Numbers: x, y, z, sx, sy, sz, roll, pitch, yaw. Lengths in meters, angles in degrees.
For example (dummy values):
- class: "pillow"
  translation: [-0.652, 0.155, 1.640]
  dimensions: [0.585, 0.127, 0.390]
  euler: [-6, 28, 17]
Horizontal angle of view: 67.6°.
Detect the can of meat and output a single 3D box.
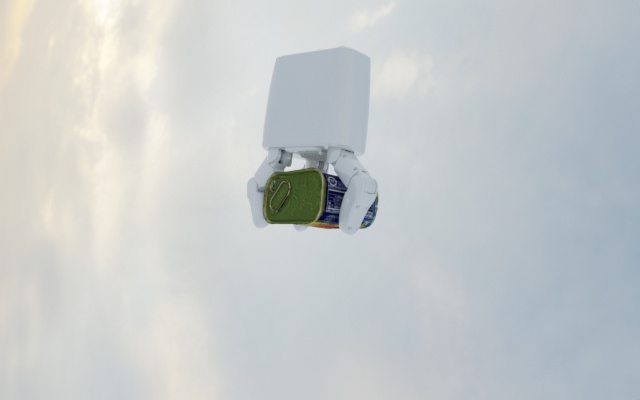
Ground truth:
- class: "can of meat"
  translation: [0.000, 0.002, 0.522]
  dimensions: [0.084, 0.057, 0.102]
  euler: [10, -8, -39]
